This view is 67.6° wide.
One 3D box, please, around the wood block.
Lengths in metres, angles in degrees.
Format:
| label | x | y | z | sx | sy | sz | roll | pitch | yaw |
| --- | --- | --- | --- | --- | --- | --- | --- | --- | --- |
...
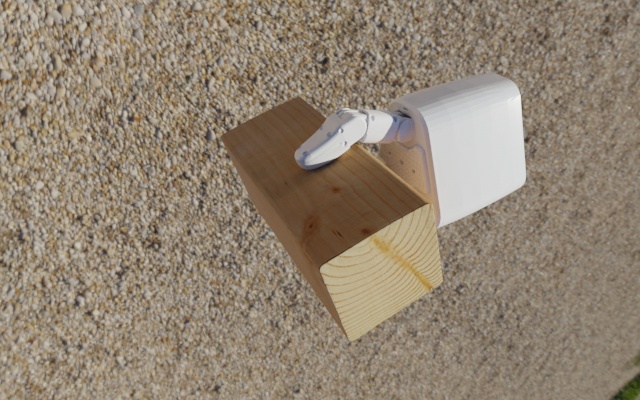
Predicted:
| label | x | y | z | sx | sy | sz | roll | pitch | yaw |
| --- | --- | --- | --- | --- | --- | --- | --- | --- | --- |
| wood block | 0.000 | 0.001 | 0.408 | 0.090 | 0.091 | 0.206 | -29 | 41 | -12 |
